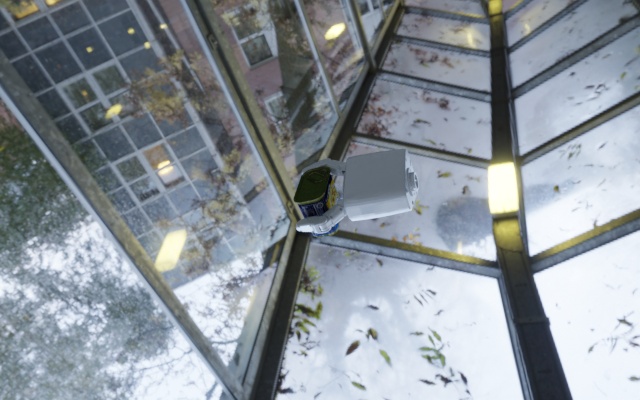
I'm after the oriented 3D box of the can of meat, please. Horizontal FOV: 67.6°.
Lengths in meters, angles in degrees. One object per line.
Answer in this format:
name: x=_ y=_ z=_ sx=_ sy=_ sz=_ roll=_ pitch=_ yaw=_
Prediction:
can of meat: x=0.000 y=0.003 z=0.846 sx=0.057 sy=0.084 sz=0.102 roll=-11 pitch=34 yaw=20
